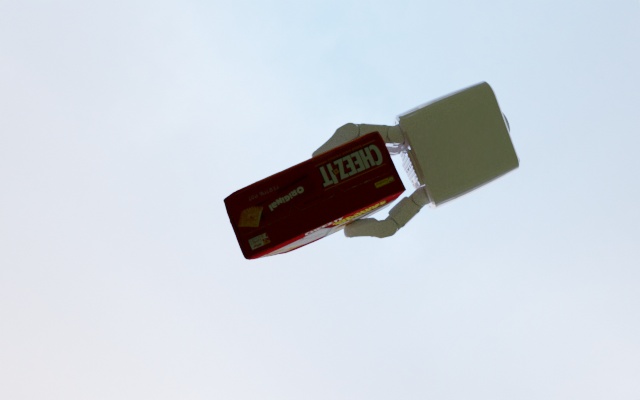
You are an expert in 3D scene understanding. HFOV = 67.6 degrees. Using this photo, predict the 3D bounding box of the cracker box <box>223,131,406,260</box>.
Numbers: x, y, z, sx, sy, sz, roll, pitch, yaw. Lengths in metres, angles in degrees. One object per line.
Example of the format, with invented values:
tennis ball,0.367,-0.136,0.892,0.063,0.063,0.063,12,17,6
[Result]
cracker box,0.000,0.002,0.544,0.164,0.072,0.214,-24,-7,2
